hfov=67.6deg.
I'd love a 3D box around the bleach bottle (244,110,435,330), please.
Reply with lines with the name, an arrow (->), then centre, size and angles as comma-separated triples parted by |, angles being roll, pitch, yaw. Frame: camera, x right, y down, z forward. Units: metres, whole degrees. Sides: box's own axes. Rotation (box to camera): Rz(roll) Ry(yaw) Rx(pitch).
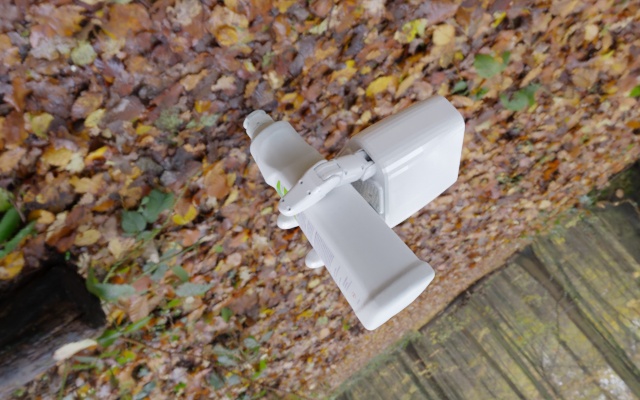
bleach bottle -> 0.000, 0.002, 0.470 | 0.068, 0.250, 0.103 | -31, -21, -17
